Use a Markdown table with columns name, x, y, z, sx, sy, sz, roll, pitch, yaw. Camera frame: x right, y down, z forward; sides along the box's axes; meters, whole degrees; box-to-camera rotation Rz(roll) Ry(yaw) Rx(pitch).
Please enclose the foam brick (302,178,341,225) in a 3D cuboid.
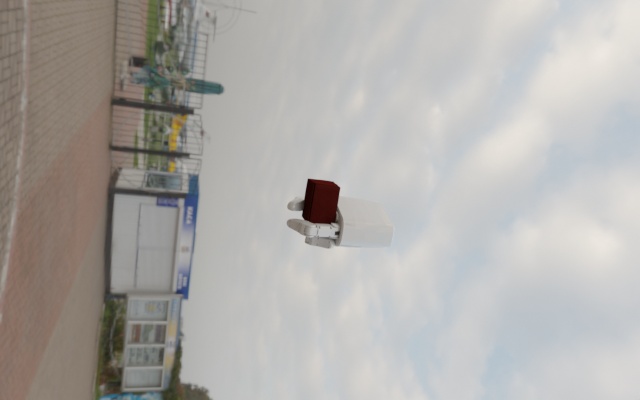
| name | x | y | z | sx | sy | sz | roll | pitch | yaw |
| --- | --- | --- | --- | --- | --- | --- | --- | --- | --- |
| foam brick | 0.000 | 0.003 | 0.881 | 0.051 | 0.078 | 0.053 | 6 | 13 | -16 |
